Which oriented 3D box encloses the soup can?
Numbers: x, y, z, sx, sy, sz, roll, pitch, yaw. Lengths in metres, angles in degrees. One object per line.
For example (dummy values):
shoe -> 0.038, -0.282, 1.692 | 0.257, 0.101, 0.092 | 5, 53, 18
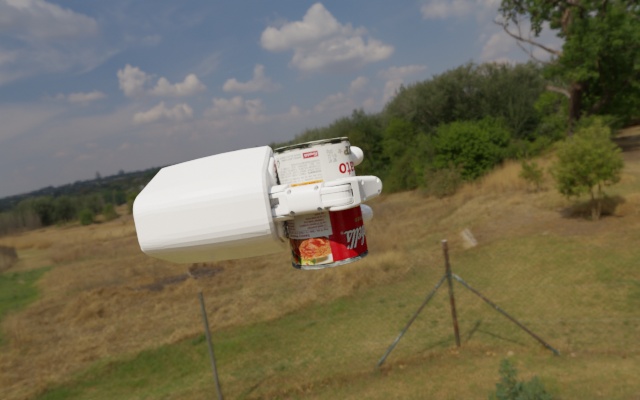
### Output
soup can -> 0.001, 0.001, 0.413 | 0.068, 0.102, 0.068 | -10, 4, 1
